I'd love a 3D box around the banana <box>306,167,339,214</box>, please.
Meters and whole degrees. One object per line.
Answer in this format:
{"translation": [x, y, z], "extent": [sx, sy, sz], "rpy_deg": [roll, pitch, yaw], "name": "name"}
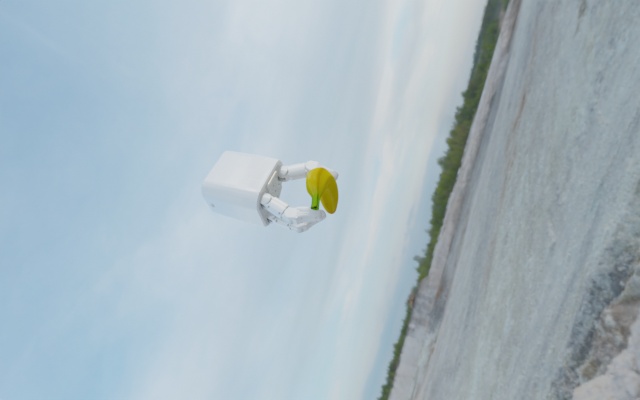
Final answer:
{"translation": [0.003, -0.016, 0.770], "extent": [0.037, 0.069, 0.198], "rpy_deg": [9, -1, 11], "name": "banana"}
